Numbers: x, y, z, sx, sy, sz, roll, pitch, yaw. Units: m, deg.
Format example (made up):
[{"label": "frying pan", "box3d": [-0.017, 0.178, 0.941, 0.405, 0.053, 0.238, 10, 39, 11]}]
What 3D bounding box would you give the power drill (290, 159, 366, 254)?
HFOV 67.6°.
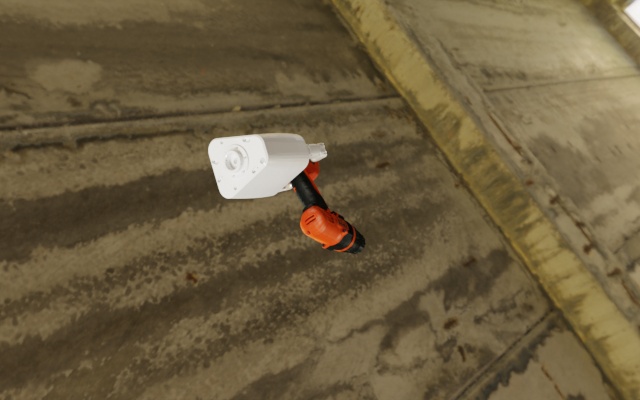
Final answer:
[{"label": "power drill", "box3d": [0.000, 0.002, 0.822, 0.057, 0.187, 0.184, -36, -30, 12]}]
